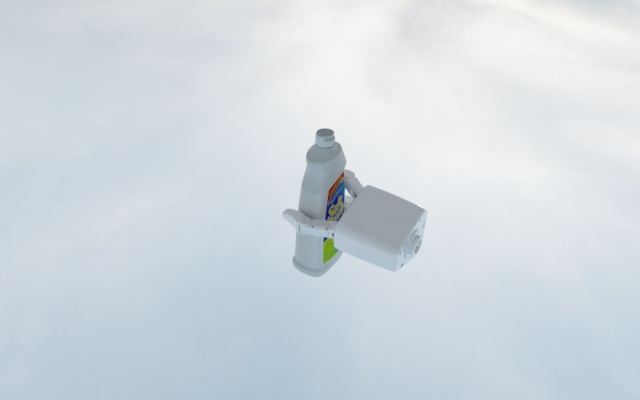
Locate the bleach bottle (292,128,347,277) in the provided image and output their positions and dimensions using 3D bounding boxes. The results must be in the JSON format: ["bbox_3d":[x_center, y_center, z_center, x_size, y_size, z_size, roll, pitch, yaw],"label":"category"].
[{"bbox_3d":[0.000,0.003,0.787,0.068,0.251,0.102,23,42,27],"label":"bleach bottle"}]
